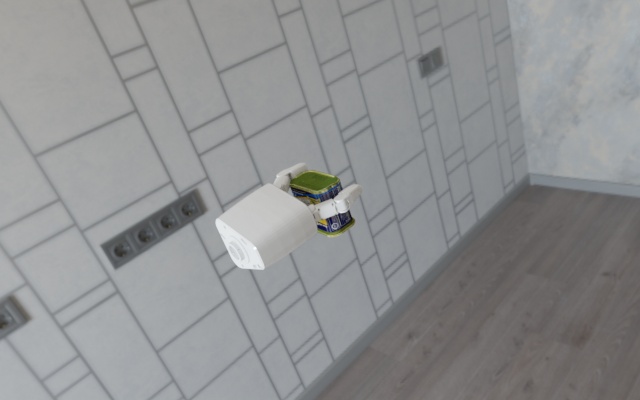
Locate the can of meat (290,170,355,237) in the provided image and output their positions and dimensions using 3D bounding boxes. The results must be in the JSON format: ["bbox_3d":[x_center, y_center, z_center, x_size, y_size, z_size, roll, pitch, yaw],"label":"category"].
[{"bbox_3d":[0.000,0.002,0.780,0.057,0.084,0.102,-34,29,-27],"label":"can of meat"}]
